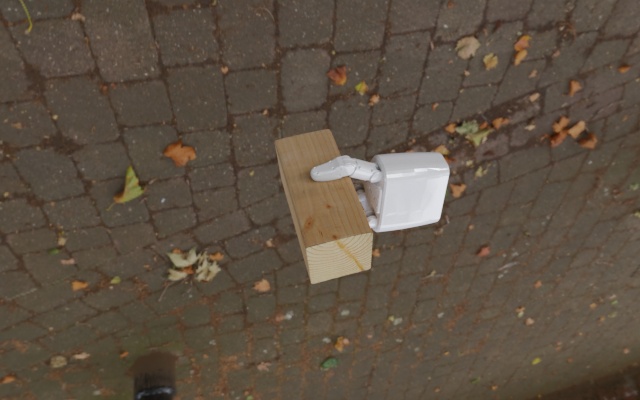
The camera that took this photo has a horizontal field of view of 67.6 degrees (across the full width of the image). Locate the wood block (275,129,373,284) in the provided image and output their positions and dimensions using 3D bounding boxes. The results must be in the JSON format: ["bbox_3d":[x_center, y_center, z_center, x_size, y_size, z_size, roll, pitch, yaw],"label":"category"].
[{"bbox_3d":[0.001,0.002,0.696,0.090,0.206,0.091,-13,-40,-7],"label":"wood block"}]
